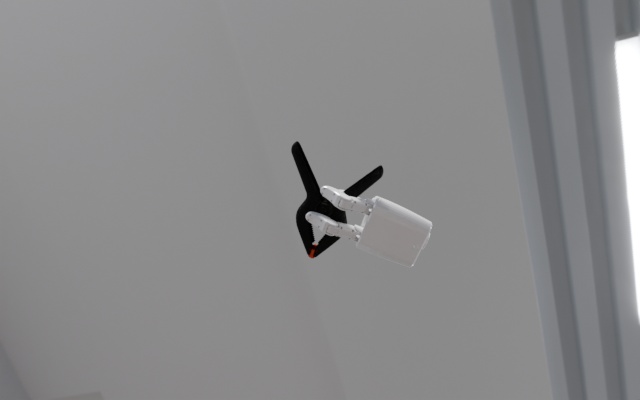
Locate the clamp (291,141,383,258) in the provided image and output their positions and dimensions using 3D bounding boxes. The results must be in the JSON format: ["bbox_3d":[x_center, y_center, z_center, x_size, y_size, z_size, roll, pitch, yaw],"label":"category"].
[{"bbox_3d":[0.000,0.003,0.857,0.164,0.210,0.036,24,21,5],"label":"clamp"}]
